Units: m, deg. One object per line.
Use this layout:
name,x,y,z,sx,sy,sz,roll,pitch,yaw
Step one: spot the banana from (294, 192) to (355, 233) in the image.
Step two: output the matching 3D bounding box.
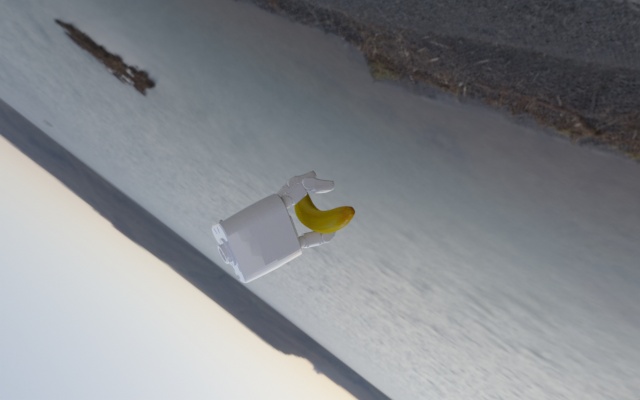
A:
banana,-0.003,0.020,0.802,0.037,0.070,0.197,-1,15,-27
